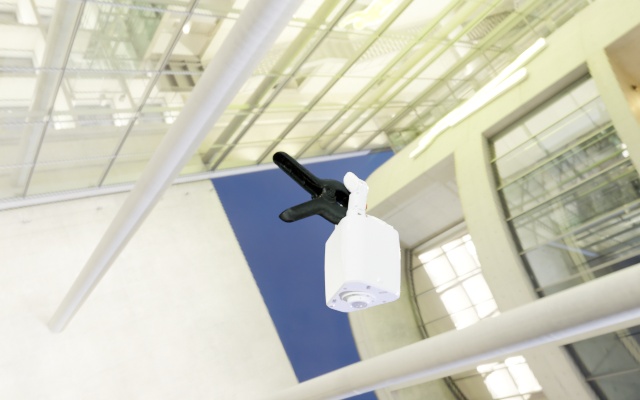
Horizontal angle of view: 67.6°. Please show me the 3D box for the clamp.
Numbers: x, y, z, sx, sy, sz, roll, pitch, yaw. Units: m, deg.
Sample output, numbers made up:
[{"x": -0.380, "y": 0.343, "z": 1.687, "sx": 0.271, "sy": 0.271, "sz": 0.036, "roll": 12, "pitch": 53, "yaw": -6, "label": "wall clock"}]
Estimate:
[{"x": 0.000, "y": 0.003, "z": 0.716, "sx": 0.171, "sy": 0.120, "sz": 0.039, "roll": 23, "pitch": -40, "yaw": -27, "label": "clamp"}]
